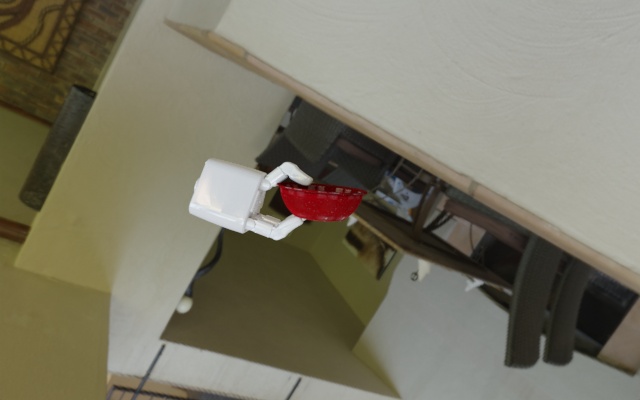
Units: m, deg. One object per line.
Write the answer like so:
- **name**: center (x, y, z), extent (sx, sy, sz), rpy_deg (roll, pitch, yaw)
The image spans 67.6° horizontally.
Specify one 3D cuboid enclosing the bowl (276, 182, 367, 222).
- **bowl**: center (0.001, 0.003, 0.842), extent (0.162, 0.055, 0.162), rpy_deg (5, 6, -1)
